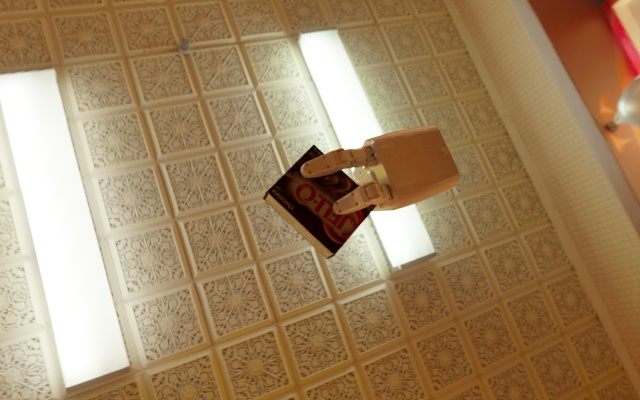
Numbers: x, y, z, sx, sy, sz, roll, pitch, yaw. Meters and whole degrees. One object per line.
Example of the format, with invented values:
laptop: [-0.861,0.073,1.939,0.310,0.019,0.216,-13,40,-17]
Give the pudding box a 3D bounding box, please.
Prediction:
pudding box: [0.000,0.002,0.589,0.113,0.090,0.039,42,-25,1]
